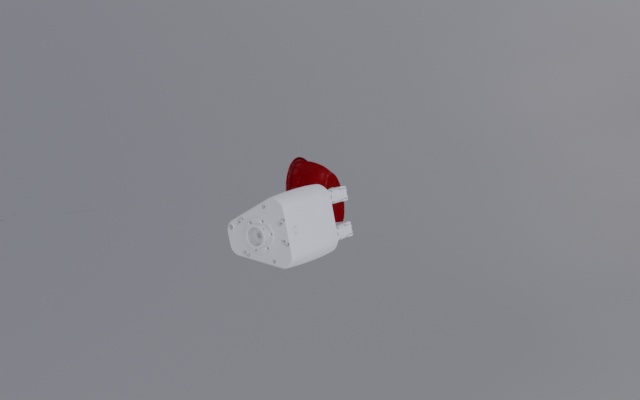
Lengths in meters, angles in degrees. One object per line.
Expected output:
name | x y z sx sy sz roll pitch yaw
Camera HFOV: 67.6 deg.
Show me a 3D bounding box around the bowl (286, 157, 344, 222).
bowl | 0.001 0.002 0.802 0.055 0.162 0.162 -9 -3 20
